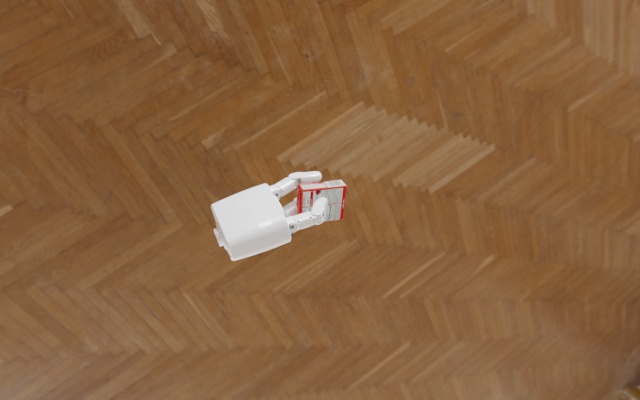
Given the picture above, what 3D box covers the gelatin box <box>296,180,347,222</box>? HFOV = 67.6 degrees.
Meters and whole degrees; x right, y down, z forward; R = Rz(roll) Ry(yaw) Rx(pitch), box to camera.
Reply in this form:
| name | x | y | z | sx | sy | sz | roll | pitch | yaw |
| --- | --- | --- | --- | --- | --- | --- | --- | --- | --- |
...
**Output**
| name | x | y | z | sx | sy | sz | roll | pitch | yaw |
| --- | --- | --- | --- | --- | --- | --- | --- | --- | --- |
| gelatin box | 0.001 | 0.003 | 0.876 | 0.089 | 0.073 | 0.030 | -6 | 31 | -18 |
